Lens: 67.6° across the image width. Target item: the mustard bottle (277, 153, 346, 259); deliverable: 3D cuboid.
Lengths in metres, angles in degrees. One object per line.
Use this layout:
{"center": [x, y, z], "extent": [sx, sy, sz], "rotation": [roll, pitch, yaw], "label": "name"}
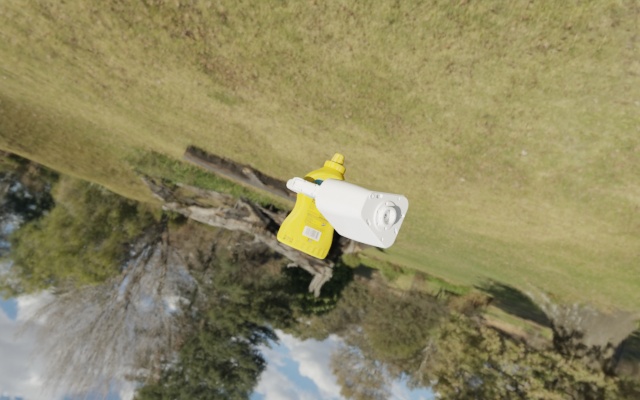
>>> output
{"center": [0.000, 0.003, 0.877], "extent": [0.096, 0.191, 0.058], "rotation": [25, -6, -18], "label": "mustard bottle"}
